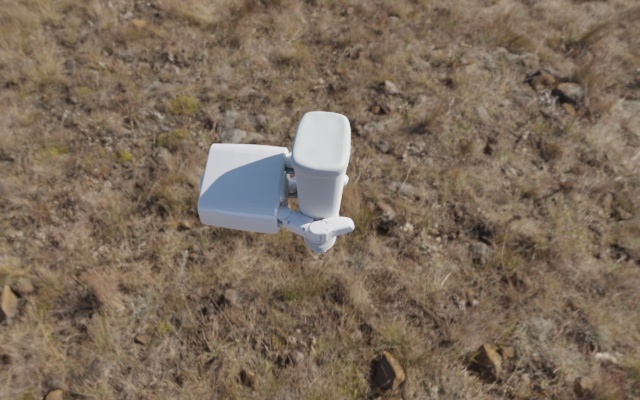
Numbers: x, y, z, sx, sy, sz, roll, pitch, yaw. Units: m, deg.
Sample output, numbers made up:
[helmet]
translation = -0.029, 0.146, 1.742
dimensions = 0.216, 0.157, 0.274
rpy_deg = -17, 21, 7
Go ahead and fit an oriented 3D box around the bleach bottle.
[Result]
[bleach bottle]
translation = 0.000, 0.002, 0.660
dimensions = 0.068, 0.102, 0.251
rpy_deg = 6, -38, 3
